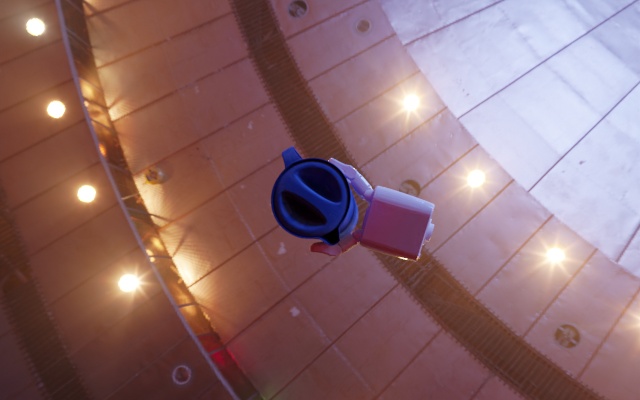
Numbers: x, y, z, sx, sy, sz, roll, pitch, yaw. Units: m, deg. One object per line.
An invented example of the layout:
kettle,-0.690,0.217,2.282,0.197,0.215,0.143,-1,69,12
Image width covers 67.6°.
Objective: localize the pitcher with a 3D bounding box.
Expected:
pitcher,0.000,0.003,0.885,0.145,0.149,0.243,15,-5,12
